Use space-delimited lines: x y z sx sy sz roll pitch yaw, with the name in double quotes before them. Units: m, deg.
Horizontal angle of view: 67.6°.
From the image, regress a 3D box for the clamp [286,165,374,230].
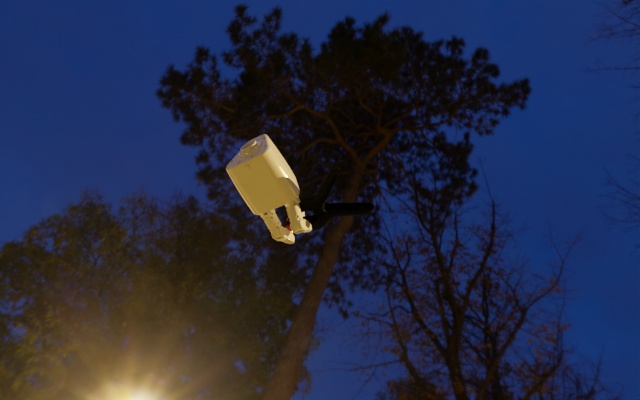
"clamp" 0.000 0.003 0.885 0.171 0.120 0.039 -21 28 19
